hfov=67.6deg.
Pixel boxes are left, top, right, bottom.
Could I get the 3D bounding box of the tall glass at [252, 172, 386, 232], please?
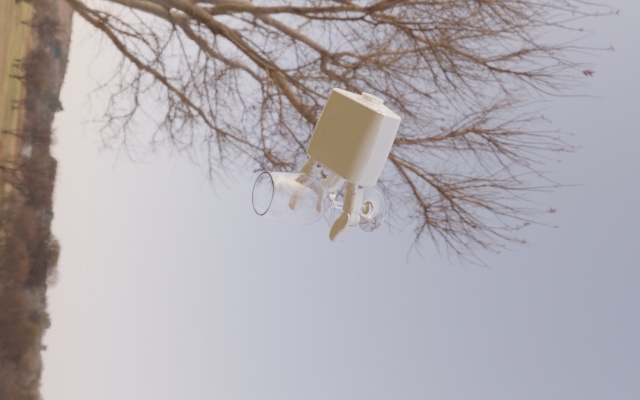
[{"bbox_3d":[0.001,0.003,0.718,0.201,0.079,0.079,8,-5,-35],"label":"tall glass"}]
